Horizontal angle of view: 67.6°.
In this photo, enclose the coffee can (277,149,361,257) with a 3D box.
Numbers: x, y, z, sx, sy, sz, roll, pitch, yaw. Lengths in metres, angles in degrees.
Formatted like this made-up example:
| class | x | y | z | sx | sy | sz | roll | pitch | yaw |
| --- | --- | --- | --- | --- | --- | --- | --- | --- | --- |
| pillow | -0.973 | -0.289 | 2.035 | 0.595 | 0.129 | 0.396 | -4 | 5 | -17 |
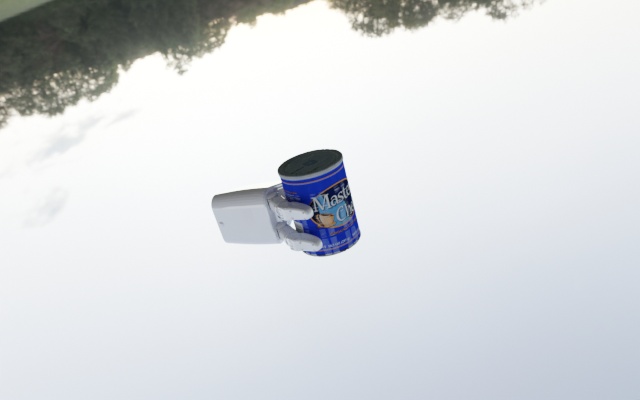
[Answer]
| class | x | y | z | sx | sy | sz | roll | pitch | yaw |
| --- | --- | --- | --- | --- | --- | --- | --- | --- | --- |
| coffee can | 0.000 | 0.002 | 0.752 | 0.103 | 0.140 | 0.102 | -13 | 24 | 6 |
